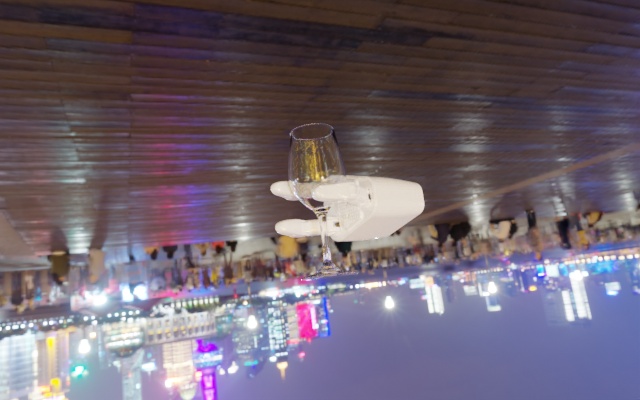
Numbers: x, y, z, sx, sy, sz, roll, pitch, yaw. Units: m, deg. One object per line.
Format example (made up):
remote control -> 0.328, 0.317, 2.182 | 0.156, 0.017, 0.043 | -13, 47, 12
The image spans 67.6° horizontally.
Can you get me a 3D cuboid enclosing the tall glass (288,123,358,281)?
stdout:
tall glass -> 0.000, 0.003, 0.638 | 0.079, 0.201, 0.079 | -7, -11, -1
